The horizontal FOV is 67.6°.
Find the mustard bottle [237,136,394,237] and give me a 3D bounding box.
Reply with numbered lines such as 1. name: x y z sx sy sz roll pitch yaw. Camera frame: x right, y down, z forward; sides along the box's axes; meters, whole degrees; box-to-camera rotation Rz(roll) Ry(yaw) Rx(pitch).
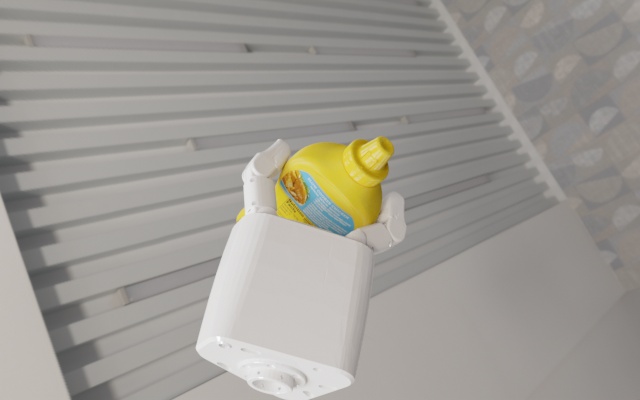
1. mustard bottle: 0.000 0.001 0.445 0.192 0.096 0.058 -41 4 44
